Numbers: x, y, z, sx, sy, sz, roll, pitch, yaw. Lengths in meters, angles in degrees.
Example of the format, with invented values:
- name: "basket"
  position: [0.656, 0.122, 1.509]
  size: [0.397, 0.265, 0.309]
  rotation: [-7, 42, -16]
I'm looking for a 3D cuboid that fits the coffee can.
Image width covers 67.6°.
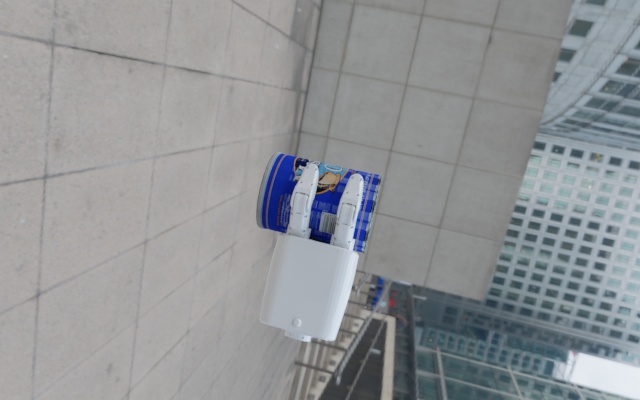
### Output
- name: "coffee can"
  position: [0.000, 0.002, 0.617]
  size: [0.140, 0.103, 0.103]
  rotation: [13, 2, 7]
